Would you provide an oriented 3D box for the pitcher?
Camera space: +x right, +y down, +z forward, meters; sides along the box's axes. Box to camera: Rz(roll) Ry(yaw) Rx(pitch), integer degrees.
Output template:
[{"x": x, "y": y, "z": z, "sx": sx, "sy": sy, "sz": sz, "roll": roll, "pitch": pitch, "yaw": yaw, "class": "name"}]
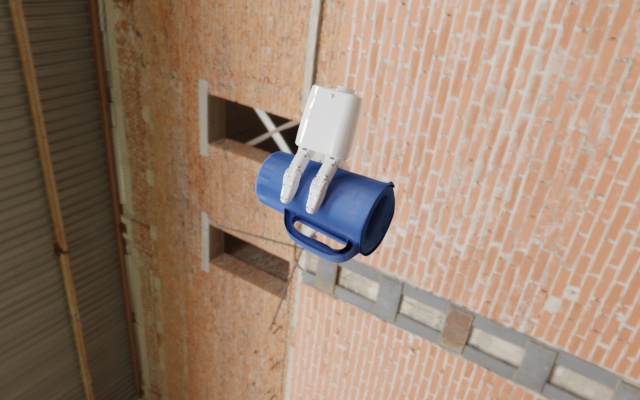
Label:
[{"x": 0.000, "y": 0.003, "z": 0.856, "sx": 0.243, "sy": 0.145, "sz": 0.149, "roll": 22, "pitch": 14, "yaw": 25, "class": "pitcher"}]
